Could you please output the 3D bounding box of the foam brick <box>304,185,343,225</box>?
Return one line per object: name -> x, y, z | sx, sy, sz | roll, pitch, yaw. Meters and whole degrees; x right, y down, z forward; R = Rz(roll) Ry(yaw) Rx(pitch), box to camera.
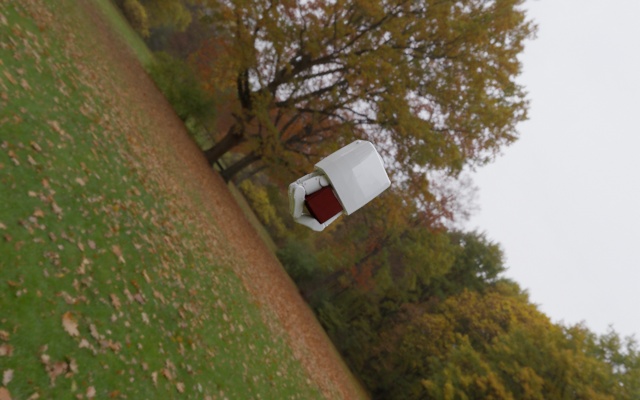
foam brick -> 0.000, 0.003, 0.892 | 0.051, 0.053, 0.078 | -33, 16, -6
